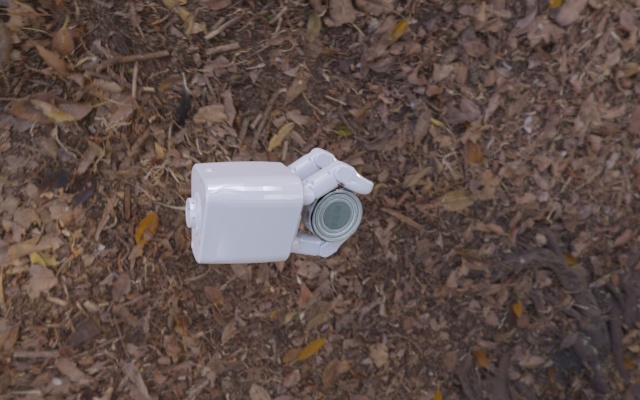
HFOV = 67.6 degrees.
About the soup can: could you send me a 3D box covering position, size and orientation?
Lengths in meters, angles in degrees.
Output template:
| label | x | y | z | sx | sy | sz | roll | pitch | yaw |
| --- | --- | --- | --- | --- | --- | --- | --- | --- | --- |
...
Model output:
| label | x | y | z | sx | sy | sz | roll | pitch | yaw |
| --- | --- | --- | --- | --- | --- | --- | --- | --- | --- |
| soup can | 0.001 | 0.002 | 0.596 | 0.068 | 0.068 | 0.102 | 0 | 19 | -25 |
